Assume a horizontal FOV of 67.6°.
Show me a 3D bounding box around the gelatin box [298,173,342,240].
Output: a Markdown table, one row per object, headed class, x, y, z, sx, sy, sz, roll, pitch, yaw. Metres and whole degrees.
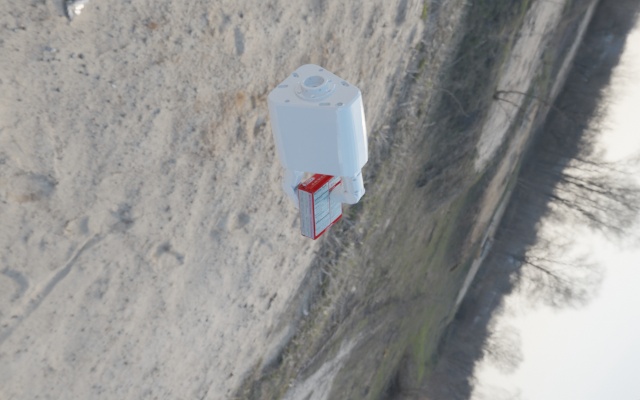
| class | x | y | z | sx | sy | sz | roll | pitch | yaw |
| --- | --- | --- | --- | --- | --- | --- | --- | --- | --- |
| gelatin box | 0.001 | 0.003 | 0.707 | 0.030 | 0.089 | 0.073 | 19 | 40 | 30 |
